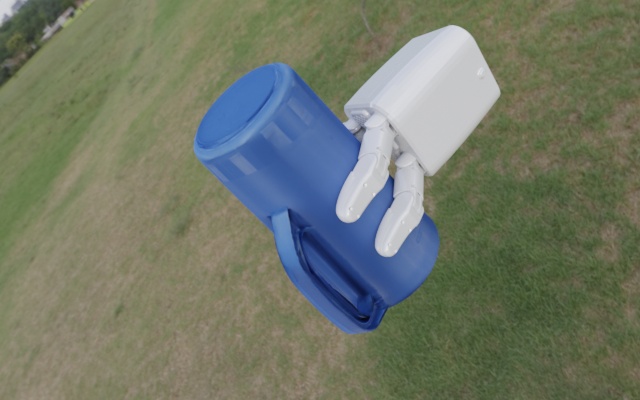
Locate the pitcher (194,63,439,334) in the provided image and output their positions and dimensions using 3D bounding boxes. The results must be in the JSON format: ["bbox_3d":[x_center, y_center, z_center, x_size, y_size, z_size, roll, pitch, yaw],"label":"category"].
[{"bbox_3d":[0.000,0.001,0.448,0.243,0.145,0.149,45,-4,-34],"label":"pitcher"}]
